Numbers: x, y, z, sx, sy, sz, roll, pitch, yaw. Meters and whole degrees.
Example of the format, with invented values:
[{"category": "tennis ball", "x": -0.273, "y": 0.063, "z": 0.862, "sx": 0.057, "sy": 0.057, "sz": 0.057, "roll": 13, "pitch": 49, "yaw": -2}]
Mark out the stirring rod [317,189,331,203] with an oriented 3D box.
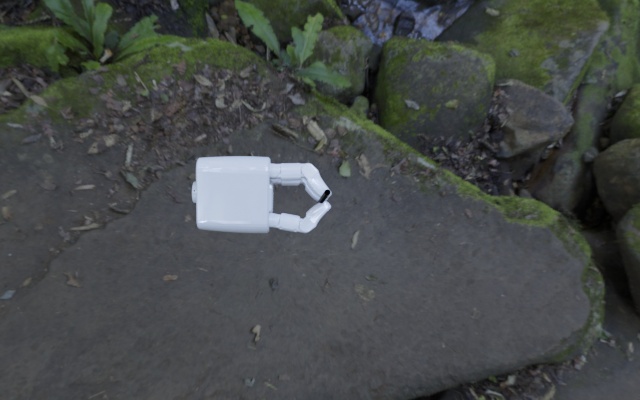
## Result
[{"category": "stirring rod", "x": 0.000, "y": 0.002, "z": 0.740, "sx": 0.011, "sy": 0.011, "sz": 0.239, "roll": 0, "pitch": -6, "yaw": -4}]
